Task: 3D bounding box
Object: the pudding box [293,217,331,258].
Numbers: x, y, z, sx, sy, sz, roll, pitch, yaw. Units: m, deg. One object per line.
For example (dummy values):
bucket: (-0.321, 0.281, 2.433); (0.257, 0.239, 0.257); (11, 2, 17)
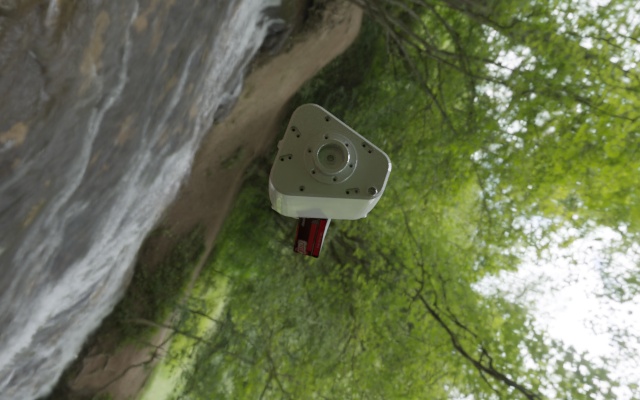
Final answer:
pudding box: (0.000, 0.002, 0.600); (0.039, 0.113, 0.090); (18, -39, 3)
